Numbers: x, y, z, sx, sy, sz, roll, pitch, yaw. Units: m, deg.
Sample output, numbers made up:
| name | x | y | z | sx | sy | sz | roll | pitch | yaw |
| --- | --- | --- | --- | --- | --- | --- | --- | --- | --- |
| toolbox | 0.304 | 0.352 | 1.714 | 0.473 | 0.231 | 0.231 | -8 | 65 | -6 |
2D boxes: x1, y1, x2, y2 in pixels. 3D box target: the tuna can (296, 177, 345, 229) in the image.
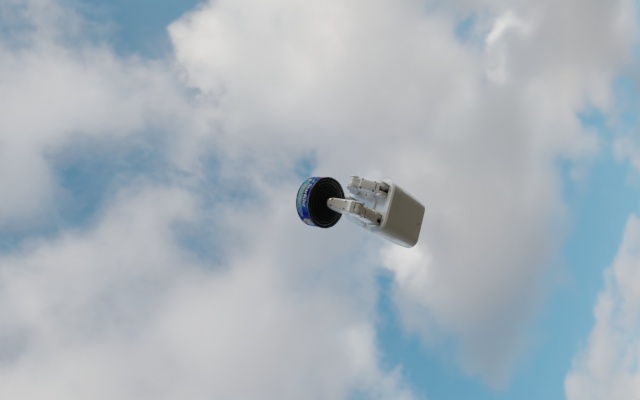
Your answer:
| name | x | y | z | sx | sy | sz | roll | pitch | yaw |
| --- | --- | --- | --- | --- | --- | --- | --- | --- | --- |
| tuna can | 0.000 | 0.003 | 0.799 | 0.086 | 0.086 | 0.034 | 0 | 4 | -44 |
